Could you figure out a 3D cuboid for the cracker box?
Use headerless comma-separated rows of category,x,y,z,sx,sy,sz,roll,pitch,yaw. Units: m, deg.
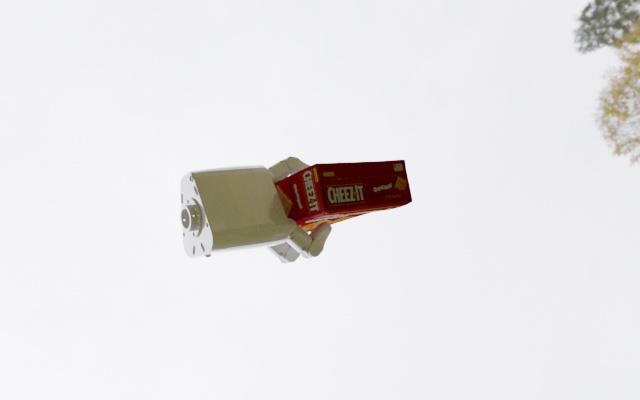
cracker box,0.000,0.002,0.702,0.164,0.072,0.214,-7,-8,-39
